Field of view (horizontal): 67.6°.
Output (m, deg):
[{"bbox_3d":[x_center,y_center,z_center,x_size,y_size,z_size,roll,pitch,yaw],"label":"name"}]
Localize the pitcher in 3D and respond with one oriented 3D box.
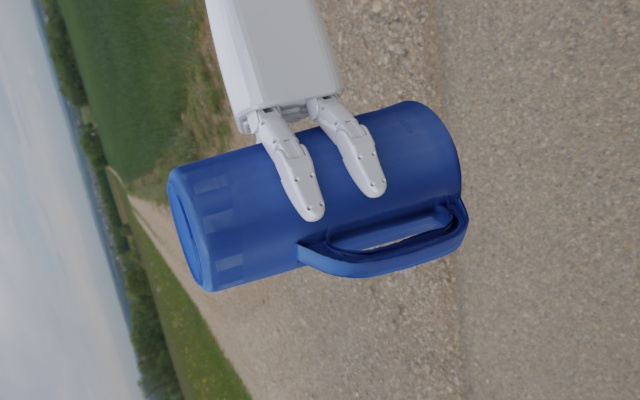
[{"bbox_3d":[0.000,0.001,0.428,0.243,0.145,0.149,-17,0,-22],"label":"pitcher"}]
